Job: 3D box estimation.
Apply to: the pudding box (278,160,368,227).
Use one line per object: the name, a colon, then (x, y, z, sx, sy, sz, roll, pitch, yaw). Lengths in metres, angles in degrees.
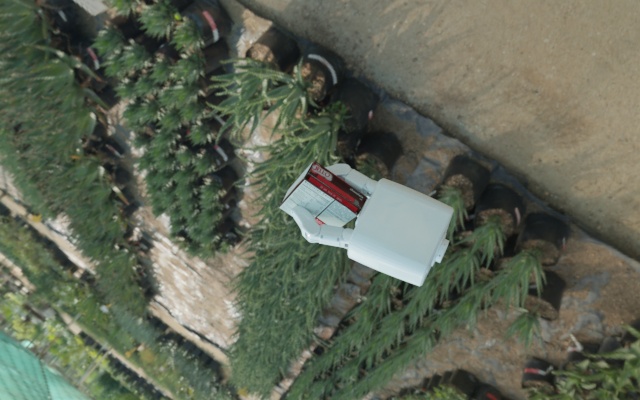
pudding box: (0.000, 0.002, 0.673, 0.090, 0.039, 0.113, 35, -33, -8)
